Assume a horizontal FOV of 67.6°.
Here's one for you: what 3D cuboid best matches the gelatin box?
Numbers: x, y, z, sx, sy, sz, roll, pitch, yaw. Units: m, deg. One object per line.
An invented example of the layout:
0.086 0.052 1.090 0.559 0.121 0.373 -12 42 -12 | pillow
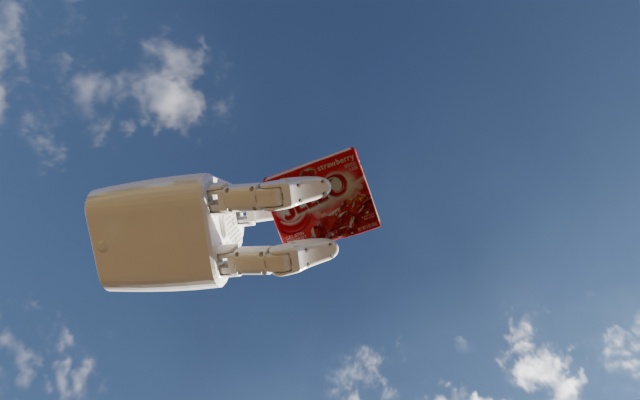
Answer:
0.000 0.001 0.425 0.089 0.073 0.030 -19 9 4 | gelatin box
